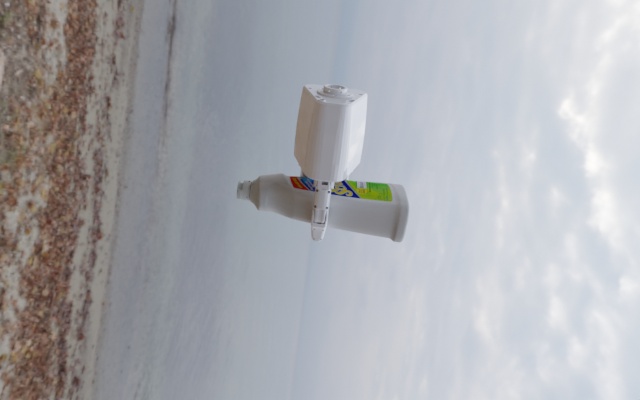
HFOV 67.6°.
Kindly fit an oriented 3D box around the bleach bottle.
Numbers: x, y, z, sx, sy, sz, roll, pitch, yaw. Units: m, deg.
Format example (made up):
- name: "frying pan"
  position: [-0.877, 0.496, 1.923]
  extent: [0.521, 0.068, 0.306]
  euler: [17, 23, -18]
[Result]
- name: "bleach bottle"
  position: [0.000, 0.002, 0.714]
  extent: [0.251, 0.068, 0.102]
  euler: [7, 26, -1]
